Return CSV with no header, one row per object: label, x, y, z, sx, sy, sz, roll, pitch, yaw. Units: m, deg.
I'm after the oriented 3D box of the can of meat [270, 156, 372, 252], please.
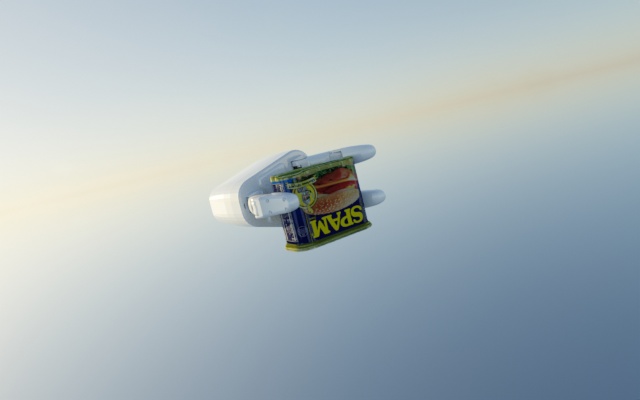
can of meat,0.000,0.001,0.538,0.102,0.084,0.057,-18,8,-29
